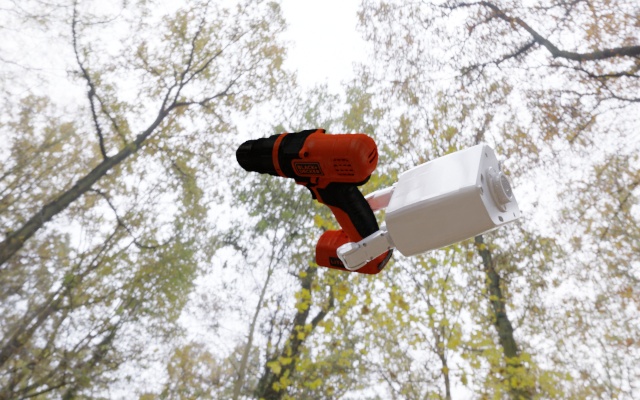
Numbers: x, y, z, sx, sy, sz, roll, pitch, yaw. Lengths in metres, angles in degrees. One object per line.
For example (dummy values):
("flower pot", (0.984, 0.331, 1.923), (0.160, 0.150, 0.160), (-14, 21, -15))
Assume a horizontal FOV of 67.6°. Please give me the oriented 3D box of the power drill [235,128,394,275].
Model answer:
("power drill", (0.000, 0.002, 0.566), (0.184, 0.188, 0.057), (5, 45, 36))
